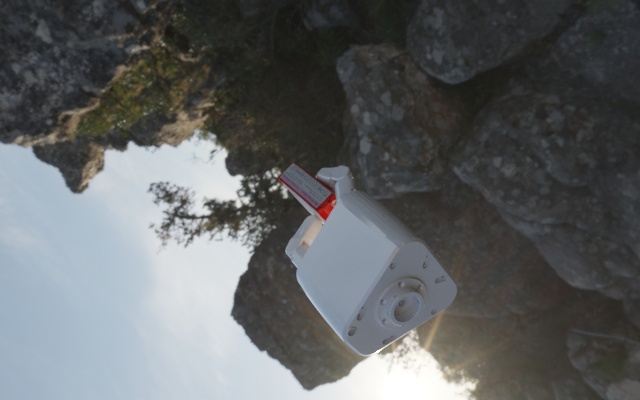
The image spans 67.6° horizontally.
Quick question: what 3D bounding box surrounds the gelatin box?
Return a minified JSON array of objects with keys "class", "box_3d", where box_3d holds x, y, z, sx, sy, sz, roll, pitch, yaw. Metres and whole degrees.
[{"class":"gelatin box","box_3d":[0.000,0.002,0.548,0.089,0.030,0.073,38,-8,46]}]
